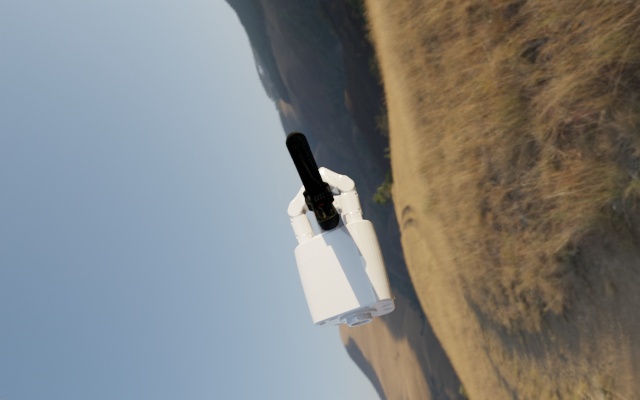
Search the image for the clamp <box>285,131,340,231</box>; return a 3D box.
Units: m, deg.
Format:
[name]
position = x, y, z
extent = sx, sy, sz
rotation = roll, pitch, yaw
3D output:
[clamp]
position = -0.001, 0.002, 0.593
extent = 0.039, 0.120, 0.171
rotation = -18, -25, 4
